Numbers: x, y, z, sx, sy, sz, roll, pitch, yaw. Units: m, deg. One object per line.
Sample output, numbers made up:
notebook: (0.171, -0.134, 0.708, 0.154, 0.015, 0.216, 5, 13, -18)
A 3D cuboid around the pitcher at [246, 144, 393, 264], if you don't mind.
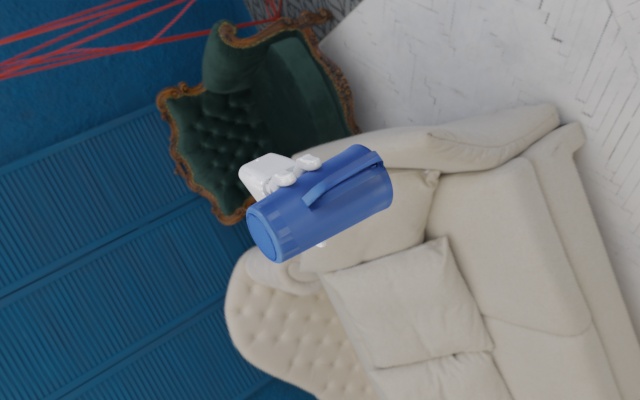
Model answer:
pitcher: (0.000, 0.003, 0.826, 0.243, 0.149, 0.145, -29, 32, -24)
